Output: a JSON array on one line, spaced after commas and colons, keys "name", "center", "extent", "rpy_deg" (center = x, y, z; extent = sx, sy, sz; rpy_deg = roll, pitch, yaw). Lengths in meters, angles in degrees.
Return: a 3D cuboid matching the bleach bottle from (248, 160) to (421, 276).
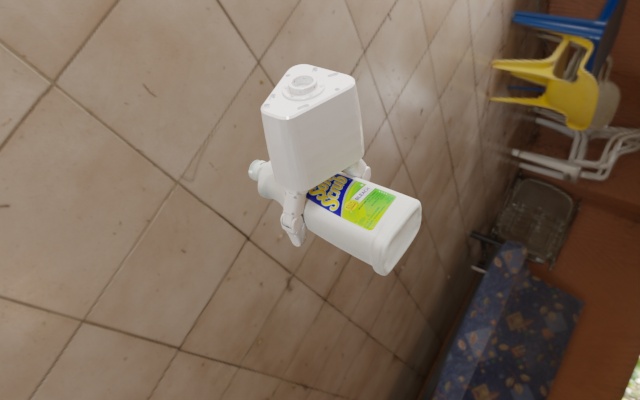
[{"name": "bleach bottle", "center": [0.000, 0.002, 0.633], "extent": [0.251, 0.068, 0.102], "rpy_deg": [23, 53, 29]}]
